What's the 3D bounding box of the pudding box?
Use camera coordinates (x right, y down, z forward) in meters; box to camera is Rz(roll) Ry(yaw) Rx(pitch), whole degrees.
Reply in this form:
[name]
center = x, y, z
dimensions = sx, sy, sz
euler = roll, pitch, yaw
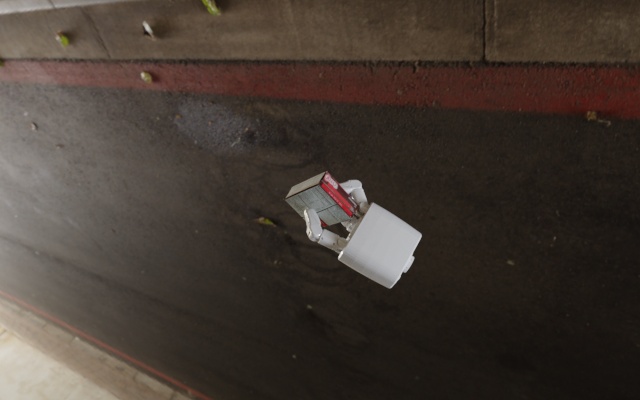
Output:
[pudding box]
center = 0.000, 0.003, 0.856
dimensions = 0.113, 0.090, 0.039
euler = -22, 27, 48
